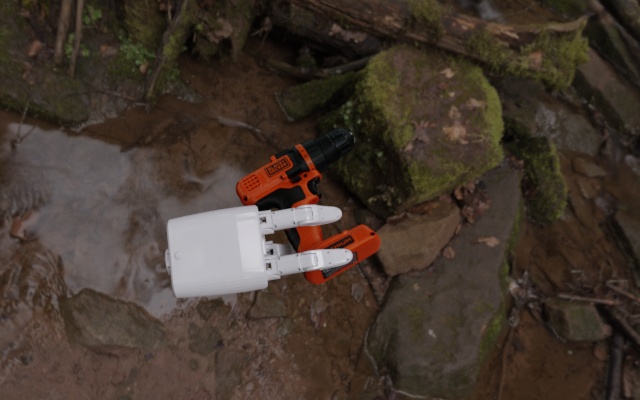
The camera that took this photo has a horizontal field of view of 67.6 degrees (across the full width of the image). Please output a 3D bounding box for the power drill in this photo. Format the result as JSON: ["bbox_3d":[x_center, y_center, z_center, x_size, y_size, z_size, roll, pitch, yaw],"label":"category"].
[{"bbox_3d":[0.000,0.003,0.641,0.184,0.187,0.057,-31,-29,-5],"label":"power drill"}]
